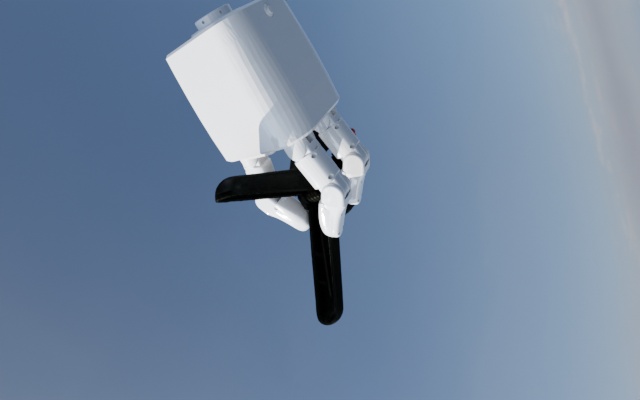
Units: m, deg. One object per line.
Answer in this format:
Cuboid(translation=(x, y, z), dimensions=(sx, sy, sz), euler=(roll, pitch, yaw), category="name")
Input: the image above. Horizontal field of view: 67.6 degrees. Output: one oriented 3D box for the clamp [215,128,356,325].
Cuboid(translation=(0.000, 0.001, 0.463), dimensions=(0.036, 0.165, 0.210), euler=(-17, 24, 34), category="clamp")
